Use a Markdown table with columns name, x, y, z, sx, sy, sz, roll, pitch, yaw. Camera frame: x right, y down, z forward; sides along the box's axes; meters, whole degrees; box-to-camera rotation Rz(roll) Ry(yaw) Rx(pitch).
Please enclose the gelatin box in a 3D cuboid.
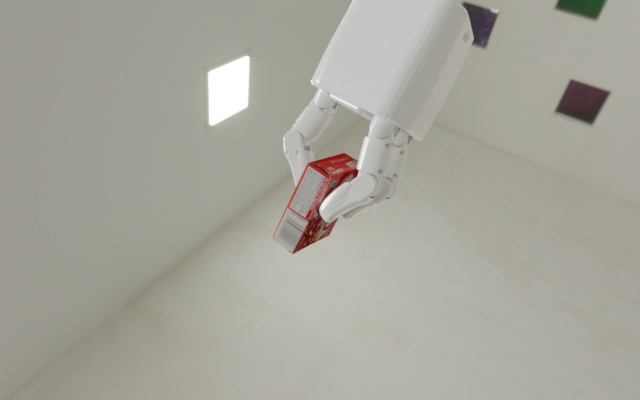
| name | x | y | z | sx | sy | sz | roll | pitch | yaw |
| --- | --- | --- | --- | --- | --- | --- | --- | --- | --- |
| gelatin box | 0.000 | 0.002 | 0.457 | 0.030 | 0.089 | 0.073 | 36 | 25 | 18 |
